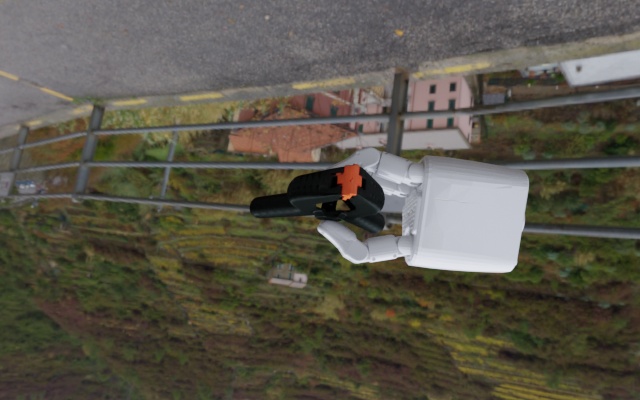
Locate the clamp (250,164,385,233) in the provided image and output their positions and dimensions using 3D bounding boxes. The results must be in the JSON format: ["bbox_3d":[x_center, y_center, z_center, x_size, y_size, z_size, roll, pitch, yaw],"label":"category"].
[{"bbox_3d":[0.000,0.002,0.495,0.164,0.036,0.210,5,-12,-1],"label":"clamp"}]
